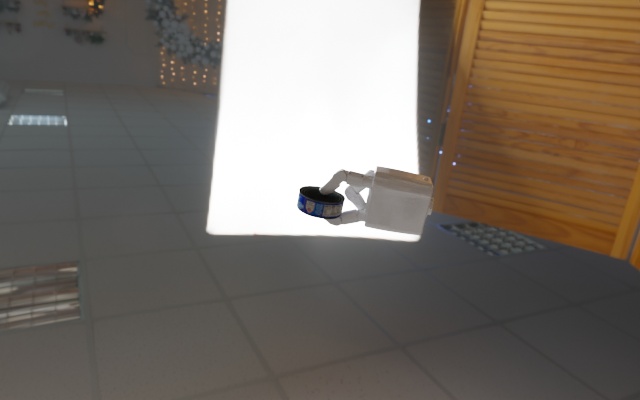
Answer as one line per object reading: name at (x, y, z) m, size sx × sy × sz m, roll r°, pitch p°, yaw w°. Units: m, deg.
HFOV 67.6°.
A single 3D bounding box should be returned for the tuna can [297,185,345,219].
tuna can at (0.000, 0.003, 0.869) m, size 0.086 × 0.034 × 0.086 m, roll 10°, pitch 19°, yaw -4°
